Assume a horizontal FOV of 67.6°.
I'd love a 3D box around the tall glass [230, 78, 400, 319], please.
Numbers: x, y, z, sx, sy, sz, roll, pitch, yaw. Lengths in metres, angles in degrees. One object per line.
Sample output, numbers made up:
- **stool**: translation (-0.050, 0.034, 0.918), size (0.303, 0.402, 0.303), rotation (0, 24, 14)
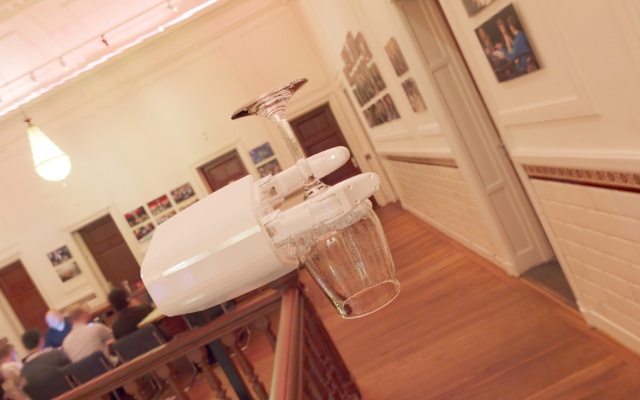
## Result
- **tall glass**: translation (0.000, 0.001, 0.419), size (0.079, 0.201, 0.079), rotation (-27, 6, 3)
